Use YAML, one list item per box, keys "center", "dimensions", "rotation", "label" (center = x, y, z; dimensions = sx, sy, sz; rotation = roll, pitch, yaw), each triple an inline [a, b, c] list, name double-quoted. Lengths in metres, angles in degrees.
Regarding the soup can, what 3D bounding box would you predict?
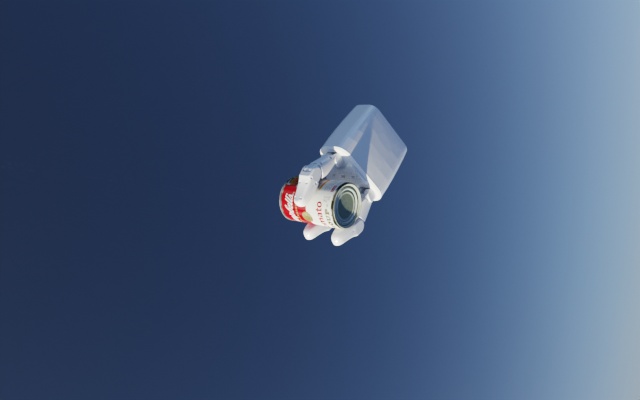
- center: [0.000, 0.003, 0.693]
  dimensions: [0.102, 0.068, 0.068]
  rotation: [9, 5, 40]
  label: "soup can"
